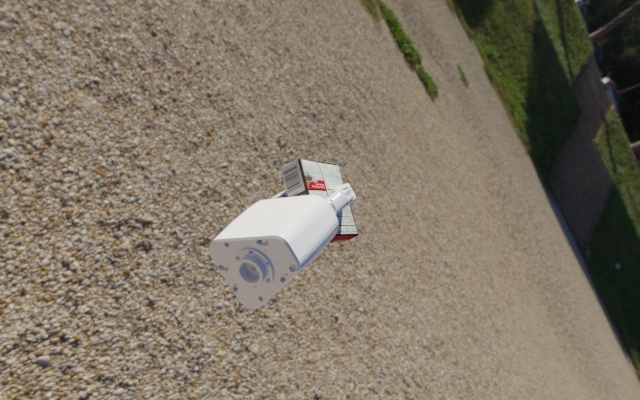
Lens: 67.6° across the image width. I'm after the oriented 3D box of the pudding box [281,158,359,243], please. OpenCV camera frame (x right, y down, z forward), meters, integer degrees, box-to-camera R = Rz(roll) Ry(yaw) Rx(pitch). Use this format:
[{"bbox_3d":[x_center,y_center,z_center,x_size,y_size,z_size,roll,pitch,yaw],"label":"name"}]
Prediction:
[{"bbox_3d":[0.000,0.002,0.652,0.039,0.113,0.090,-24,-17,35],"label":"pudding box"}]
